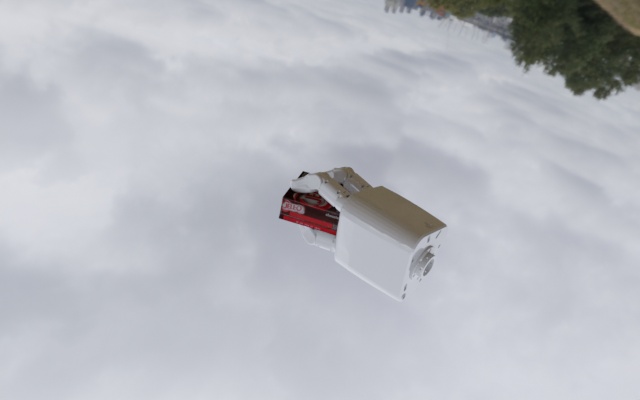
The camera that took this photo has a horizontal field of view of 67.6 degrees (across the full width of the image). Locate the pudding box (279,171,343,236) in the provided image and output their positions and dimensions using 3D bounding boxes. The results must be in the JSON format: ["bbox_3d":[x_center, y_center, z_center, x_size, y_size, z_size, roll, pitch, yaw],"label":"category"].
[{"bbox_3d":[0.000,0.002,0.673,0.090,0.039,0.113,17,22,5],"label":"pudding box"}]
